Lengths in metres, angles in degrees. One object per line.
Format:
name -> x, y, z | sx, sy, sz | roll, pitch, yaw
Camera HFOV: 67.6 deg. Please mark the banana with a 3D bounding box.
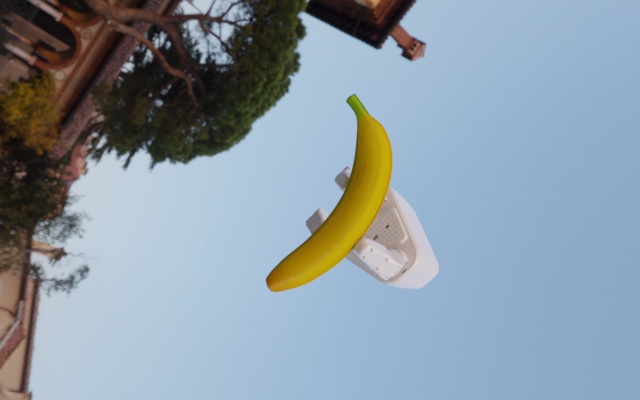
banana -> 0.018, 0.006, 0.445 | 0.069, 0.198, 0.037 | 25, 2, 9
